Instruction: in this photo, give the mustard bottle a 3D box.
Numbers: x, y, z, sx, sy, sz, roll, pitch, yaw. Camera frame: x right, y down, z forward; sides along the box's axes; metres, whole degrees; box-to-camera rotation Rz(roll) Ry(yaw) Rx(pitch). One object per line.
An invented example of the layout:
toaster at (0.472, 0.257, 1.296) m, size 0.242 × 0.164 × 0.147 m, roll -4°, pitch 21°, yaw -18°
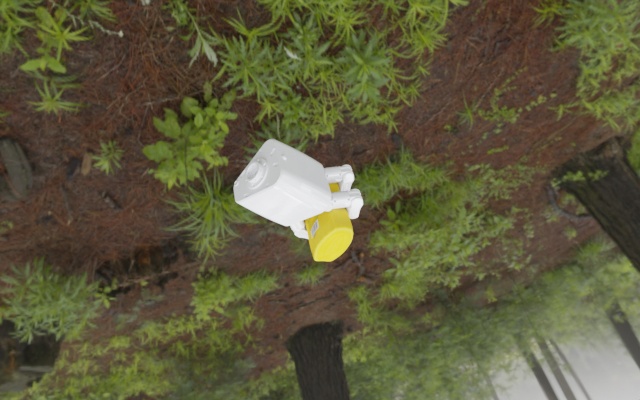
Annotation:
mustard bottle at (0.000, 0.003, 0.825) m, size 0.058 × 0.191 × 0.096 m, roll 4°, pitch -42°, yaw -24°
